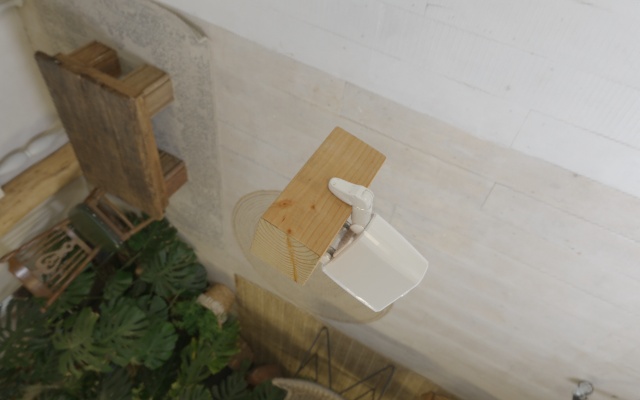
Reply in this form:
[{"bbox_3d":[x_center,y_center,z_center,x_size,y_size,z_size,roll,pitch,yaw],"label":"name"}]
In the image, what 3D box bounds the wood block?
[{"bbox_3d":[0.000,0.002,0.669,0.090,0.206,0.091,33,-38,4],"label":"wood block"}]
